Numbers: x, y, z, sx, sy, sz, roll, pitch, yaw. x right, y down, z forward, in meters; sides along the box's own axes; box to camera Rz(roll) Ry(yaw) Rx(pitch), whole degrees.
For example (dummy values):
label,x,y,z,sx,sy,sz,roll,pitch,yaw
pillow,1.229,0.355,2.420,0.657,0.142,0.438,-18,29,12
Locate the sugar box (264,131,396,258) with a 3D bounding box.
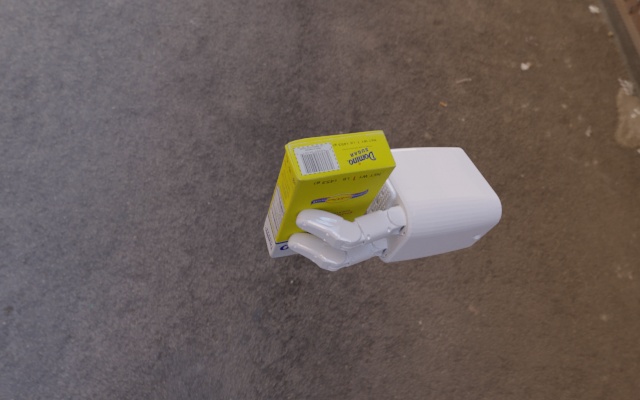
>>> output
label,x,y,z,sx,sy,sz,roll,pitch,yaw
sugar box,0.000,0.002,0.480,0.093,0.048,0.176,-9,-28,-18
